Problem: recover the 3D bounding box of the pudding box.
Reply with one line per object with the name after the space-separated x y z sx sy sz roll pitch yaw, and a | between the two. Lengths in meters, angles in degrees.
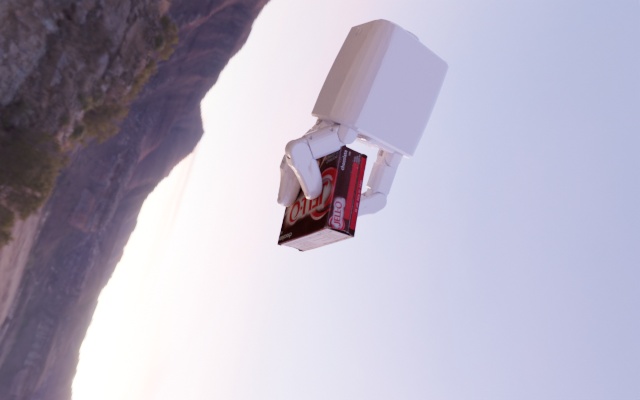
0.000 0.002 0.505 0.039 0.090 0.113 21 -23 -22 | pudding box
